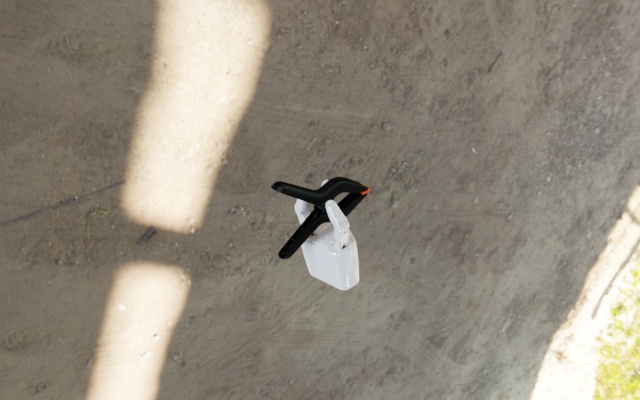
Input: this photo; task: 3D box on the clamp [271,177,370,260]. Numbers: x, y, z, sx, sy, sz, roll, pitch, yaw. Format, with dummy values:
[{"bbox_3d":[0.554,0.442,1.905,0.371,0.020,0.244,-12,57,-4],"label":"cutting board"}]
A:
[{"bbox_3d":[0.001,0.003,0.881,0.210,0.165,0.036,-28,42,-22],"label":"clamp"}]
